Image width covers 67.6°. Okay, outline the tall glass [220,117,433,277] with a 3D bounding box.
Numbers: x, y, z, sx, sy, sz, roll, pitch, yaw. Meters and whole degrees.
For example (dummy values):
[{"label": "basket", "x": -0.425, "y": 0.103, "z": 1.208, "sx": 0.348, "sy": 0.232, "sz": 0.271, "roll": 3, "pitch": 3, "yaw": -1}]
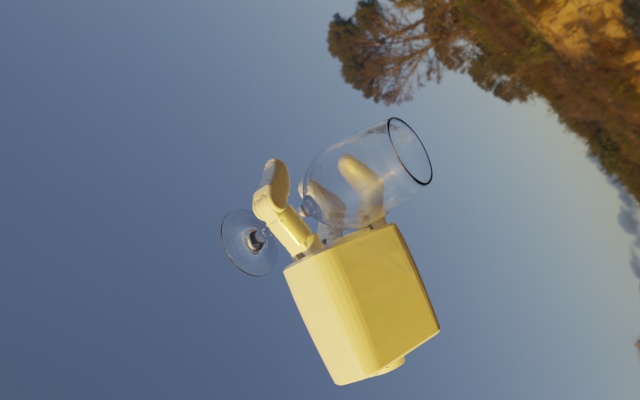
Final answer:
[{"label": "tall glass", "x": -0.001, "y": 0.002, "z": 0.435, "sx": 0.201, "sy": 0.079, "sz": 0.079, "roll": -30, "pitch": -18, "yaw": 33}]
